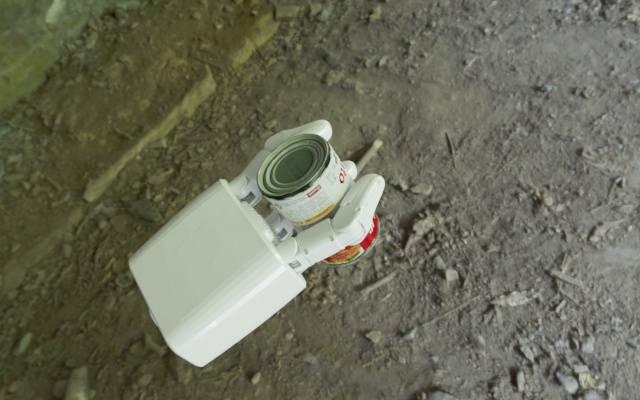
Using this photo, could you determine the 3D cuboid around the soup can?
[{"bbox_3d":[0.000,0.001,0.405,0.068,0.068,0.102,0,-37,35],"label":"soup can"}]
